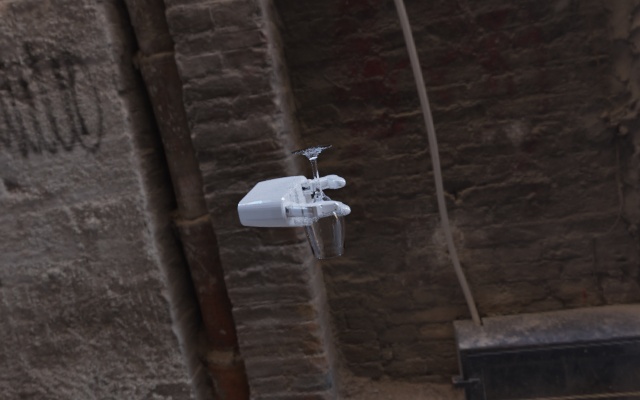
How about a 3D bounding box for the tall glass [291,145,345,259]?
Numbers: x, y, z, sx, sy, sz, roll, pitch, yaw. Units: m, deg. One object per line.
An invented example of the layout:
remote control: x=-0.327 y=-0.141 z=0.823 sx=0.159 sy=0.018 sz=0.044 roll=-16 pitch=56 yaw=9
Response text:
tall glass: x=0.000 y=0.002 z=0.880 sx=0.079 sy=0.201 sz=0.079 roll=-10 pitch=11 yaw=2
